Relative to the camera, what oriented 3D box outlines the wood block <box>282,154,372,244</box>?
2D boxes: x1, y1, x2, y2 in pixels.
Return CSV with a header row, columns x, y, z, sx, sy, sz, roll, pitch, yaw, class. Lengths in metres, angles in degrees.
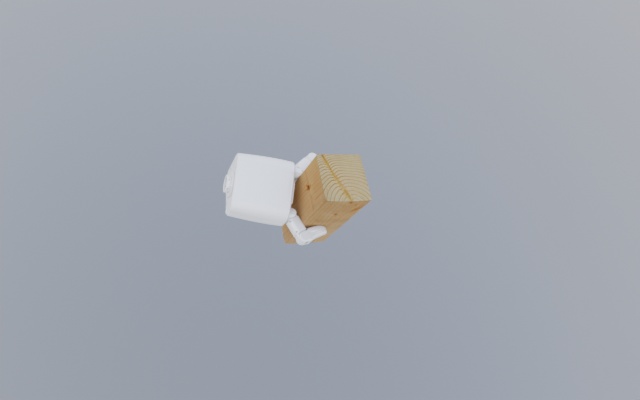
x,y,z,sx,sy,sz,roll,pitch,yaw,class
0.000,0.003,0.892,0.090,0.090,0.206,-1,-23,-26,wood block
